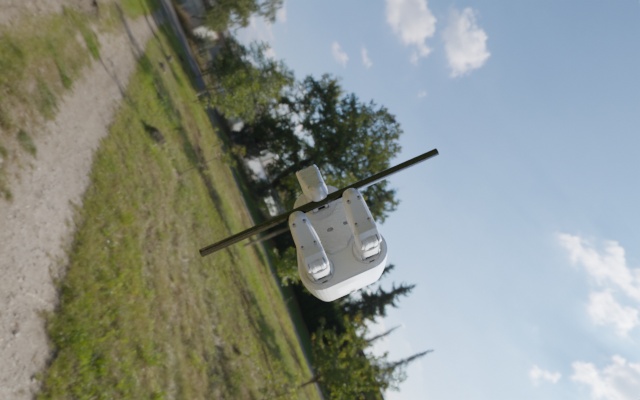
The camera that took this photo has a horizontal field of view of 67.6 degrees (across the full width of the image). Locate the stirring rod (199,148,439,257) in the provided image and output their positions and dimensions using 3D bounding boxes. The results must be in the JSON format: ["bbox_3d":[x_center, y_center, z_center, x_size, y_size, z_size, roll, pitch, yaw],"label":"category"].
[{"bbox_3d":[0.000,0.001,0.446,0.239,0.011,0.011,-23,1,-3],"label":"stirring rod"}]
